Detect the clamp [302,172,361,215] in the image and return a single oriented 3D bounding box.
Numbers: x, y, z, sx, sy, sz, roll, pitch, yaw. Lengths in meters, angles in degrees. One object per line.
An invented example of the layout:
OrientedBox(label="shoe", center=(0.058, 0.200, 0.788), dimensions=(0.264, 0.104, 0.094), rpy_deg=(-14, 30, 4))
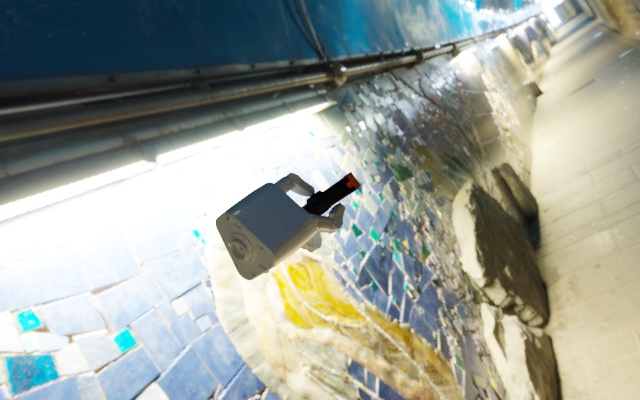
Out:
OrientedBox(label="clamp", center=(0.000, 0.002, 0.812), dimensions=(0.210, 0.036, 0.164), rpy_deg=(-34, 3, 42))
